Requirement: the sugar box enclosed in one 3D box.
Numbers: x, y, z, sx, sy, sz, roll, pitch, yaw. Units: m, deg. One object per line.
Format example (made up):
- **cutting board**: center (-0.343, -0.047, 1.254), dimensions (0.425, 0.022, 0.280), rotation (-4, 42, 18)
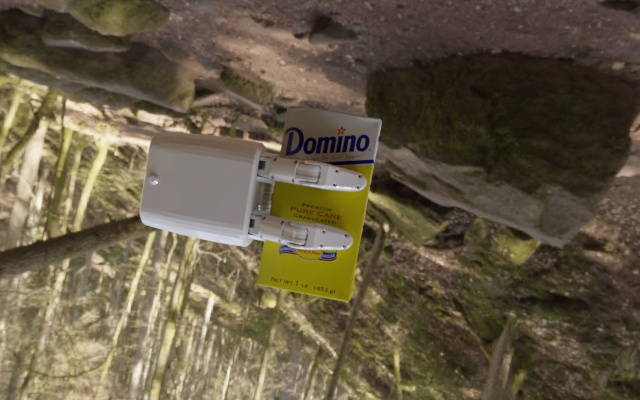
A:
- **sugar box**: center (0.000, 0.002, 0.467), dimensions (0.093, 0.176, 0.048), rotation (9, 2, 6)
